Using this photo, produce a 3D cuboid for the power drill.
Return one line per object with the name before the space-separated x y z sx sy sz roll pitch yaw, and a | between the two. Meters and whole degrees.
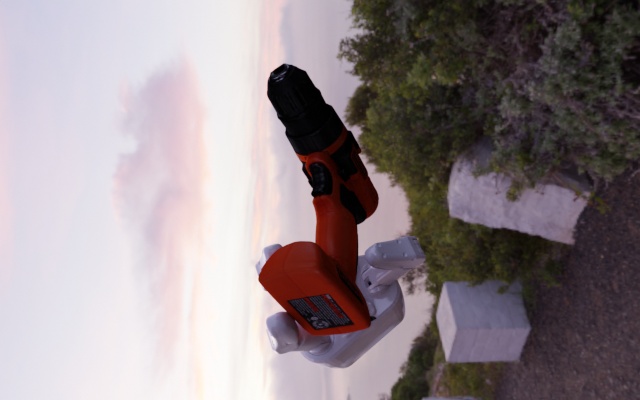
power drill | 0.000 0.002 0.403 0.057 0.187 0.184 -15 -46 24
